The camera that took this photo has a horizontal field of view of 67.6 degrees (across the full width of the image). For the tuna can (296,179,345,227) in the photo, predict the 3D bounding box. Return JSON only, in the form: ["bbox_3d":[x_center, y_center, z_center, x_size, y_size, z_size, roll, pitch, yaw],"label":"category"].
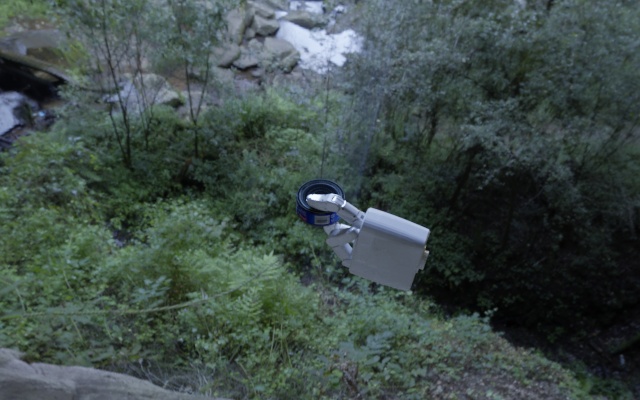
[{"bbox_3d":[0.000,0.002,0.825,0.086,0.086,0.034,0,-44,-1],"label":"tuna can"}]
